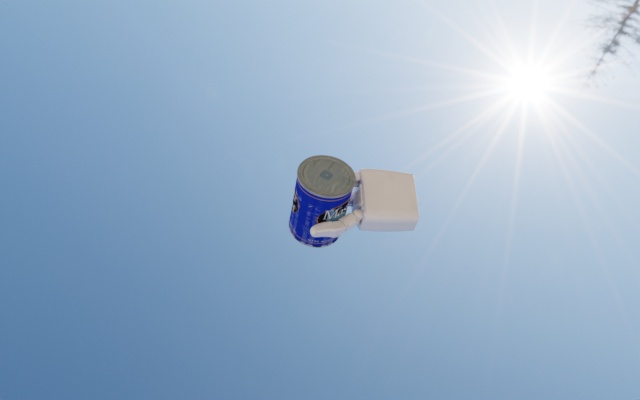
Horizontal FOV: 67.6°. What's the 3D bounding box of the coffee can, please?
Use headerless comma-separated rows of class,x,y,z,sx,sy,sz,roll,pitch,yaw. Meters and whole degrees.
coffee can,0.000,0.003,0.872,0.103,0.102,0.140,0,-43,-12
